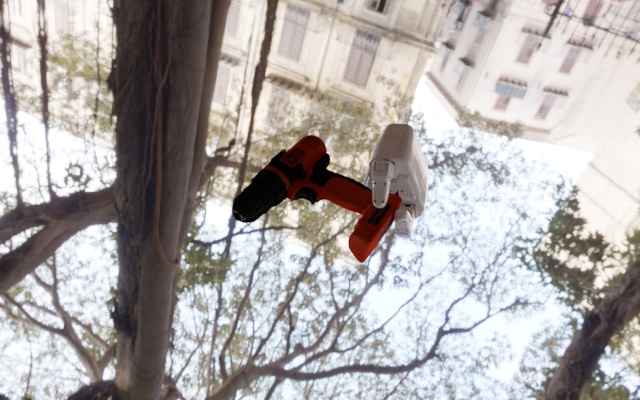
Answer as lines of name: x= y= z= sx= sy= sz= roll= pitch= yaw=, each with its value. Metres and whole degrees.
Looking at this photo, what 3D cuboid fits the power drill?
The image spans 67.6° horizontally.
power drill: x=0.001 y=0.002 z=0.643 sx=0.187 sy=0.057 sz=0.184 roll=33 pitch=54 yaw=14
